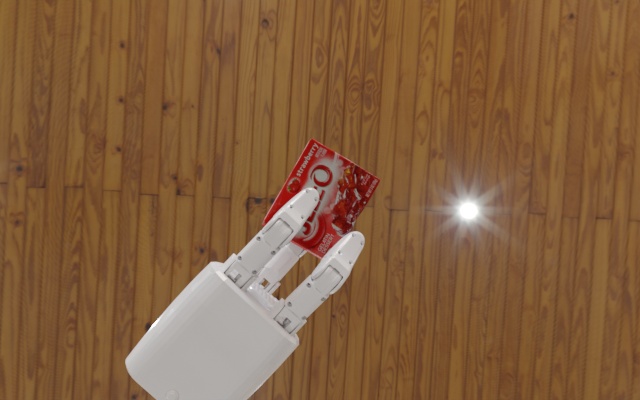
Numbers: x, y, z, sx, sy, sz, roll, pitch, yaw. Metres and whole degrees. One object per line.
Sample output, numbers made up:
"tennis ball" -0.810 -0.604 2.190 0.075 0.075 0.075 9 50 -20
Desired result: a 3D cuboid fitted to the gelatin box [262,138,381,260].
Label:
"gelatin box" 0.000 0.001 0.429 0.073 0.089 0.030 31 -7 -5
